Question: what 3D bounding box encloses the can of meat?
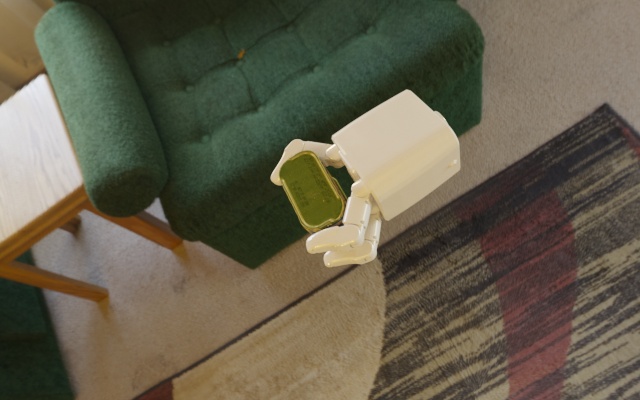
[{"bbox_3d":[0.000,0.002,0.553,0.057,0.102,0.084,-31,-27,4],"label":"can of meat"}]
